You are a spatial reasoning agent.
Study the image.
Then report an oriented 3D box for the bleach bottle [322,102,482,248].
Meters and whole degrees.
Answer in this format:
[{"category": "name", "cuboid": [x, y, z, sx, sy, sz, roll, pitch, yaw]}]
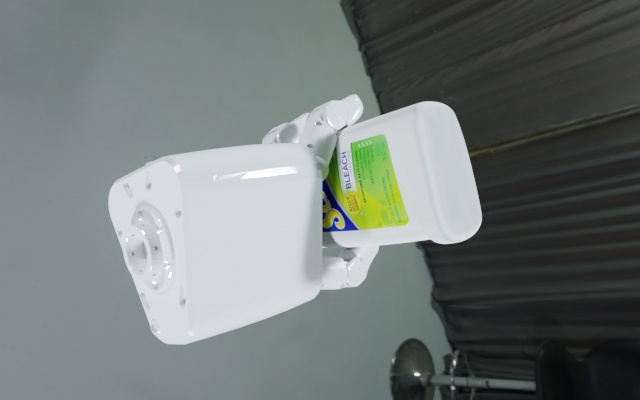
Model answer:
[{"category": "bleach bottle", "cuboid": [0.000, 0.001, 0.408, 0.251, 0.102, 0.068, -15, -4, 42]}]
